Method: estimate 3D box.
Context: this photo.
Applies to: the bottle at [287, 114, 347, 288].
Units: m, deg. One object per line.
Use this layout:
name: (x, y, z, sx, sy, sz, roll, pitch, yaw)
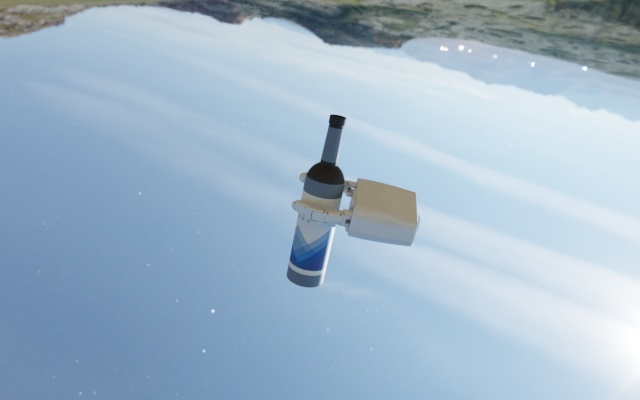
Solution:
bottle: (0.000, 0.003, 0.804, 0.069, 0.296, 0.069, 10, 20, -4)
